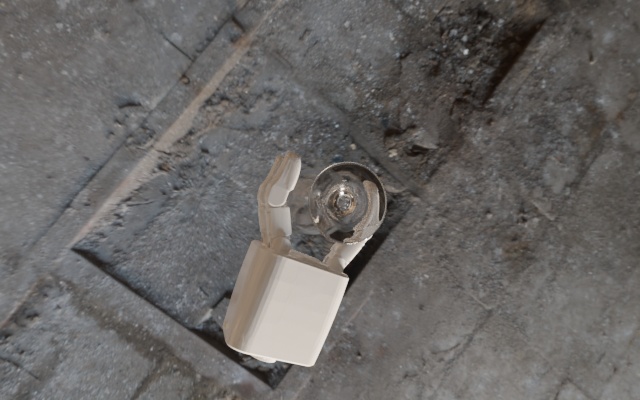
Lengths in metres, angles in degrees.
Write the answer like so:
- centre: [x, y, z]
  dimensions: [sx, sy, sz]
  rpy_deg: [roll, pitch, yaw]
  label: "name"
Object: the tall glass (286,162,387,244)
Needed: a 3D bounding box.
- centre: [0.000, 0.002, 0.523]
  dimensions: [0.079, 0.079, 0.201]
  rpy_deg: [0, 1, -14]
  label: "tall glass"
